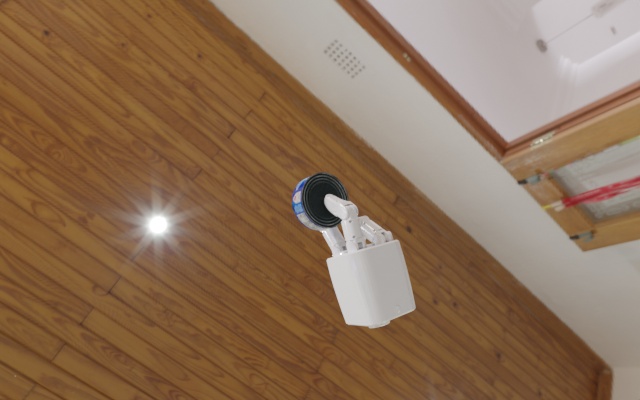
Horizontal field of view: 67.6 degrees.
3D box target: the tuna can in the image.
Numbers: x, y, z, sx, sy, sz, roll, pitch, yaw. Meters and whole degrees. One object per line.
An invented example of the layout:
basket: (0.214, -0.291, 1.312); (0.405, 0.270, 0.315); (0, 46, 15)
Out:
tuna can: (0.000, 0.002, 0.729); (0.086, 0.086, 0.034); (0, -12, -33)
